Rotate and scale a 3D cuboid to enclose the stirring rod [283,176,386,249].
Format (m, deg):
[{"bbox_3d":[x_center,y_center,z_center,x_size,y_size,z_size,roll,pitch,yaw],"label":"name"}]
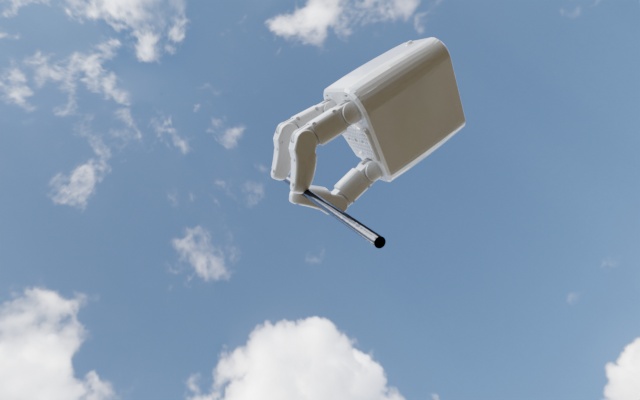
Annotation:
[{"bbox_3d":[0.000,0.001,0.410,0.011,0.011,0.239,0,12,-18],"label":"stirring rod"}]
